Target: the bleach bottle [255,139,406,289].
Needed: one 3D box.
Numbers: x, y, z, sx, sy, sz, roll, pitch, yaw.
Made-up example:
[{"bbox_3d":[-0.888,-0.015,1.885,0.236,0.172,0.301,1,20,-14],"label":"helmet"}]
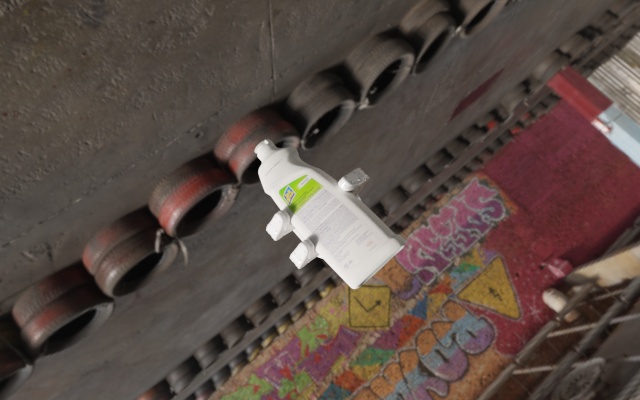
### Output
[{"bbox_3d":[0.000,0.002,0.687,0.102,0.250,0.068,-43,-14,3],"label":"bleach bottle"}]
